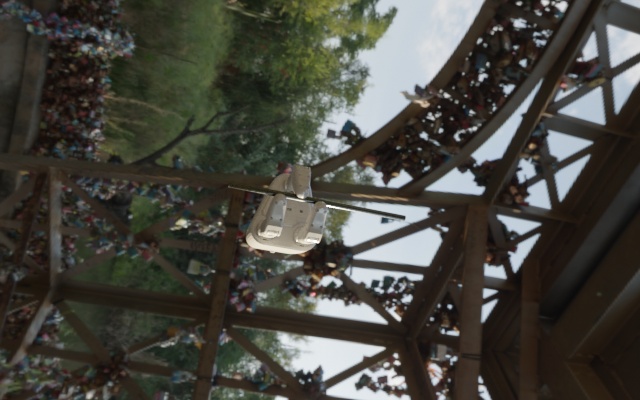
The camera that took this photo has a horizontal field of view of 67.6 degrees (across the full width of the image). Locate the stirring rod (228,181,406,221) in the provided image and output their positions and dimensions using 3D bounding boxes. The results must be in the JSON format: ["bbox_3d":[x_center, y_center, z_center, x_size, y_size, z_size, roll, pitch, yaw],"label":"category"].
[{"bbox_3d":[0.000,0.002,0.626,0.239,0.011,0.011,11,-3,-13],"label":"stirring rod"}]
